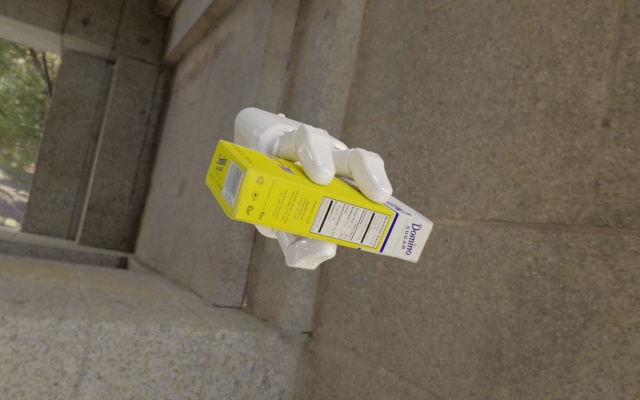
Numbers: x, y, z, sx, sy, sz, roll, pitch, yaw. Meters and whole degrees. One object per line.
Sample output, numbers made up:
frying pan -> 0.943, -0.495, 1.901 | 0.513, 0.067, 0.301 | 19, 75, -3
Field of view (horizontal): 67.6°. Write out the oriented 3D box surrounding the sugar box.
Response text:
sugar box -> 0.000, 0.001, 0.407 | 0.176, 0.048, 0.093 | 13, 14, -29
